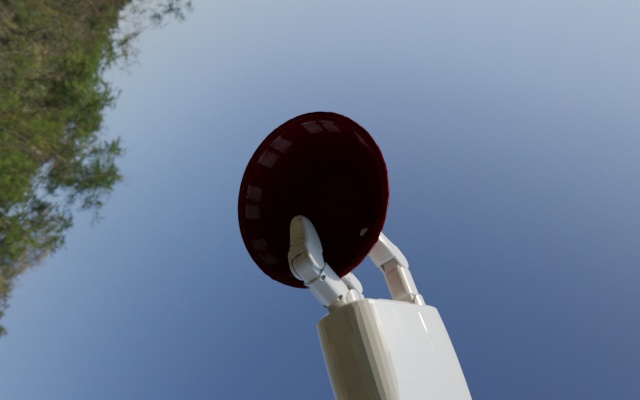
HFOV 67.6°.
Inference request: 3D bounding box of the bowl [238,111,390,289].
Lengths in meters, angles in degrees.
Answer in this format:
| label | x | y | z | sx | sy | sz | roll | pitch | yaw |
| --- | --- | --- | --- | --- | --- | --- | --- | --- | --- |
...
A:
| label | x | y | z | sx | sy | sz | roll | pitch | yaw |
| --- | --- | --- | --- | --- | --- | --- | --- | --- | --- |
| bowl | 0.000 | 0.000 | 0.453 | 0.162 | 0.162 | 0.055 | 0 | -9 | 31 |
